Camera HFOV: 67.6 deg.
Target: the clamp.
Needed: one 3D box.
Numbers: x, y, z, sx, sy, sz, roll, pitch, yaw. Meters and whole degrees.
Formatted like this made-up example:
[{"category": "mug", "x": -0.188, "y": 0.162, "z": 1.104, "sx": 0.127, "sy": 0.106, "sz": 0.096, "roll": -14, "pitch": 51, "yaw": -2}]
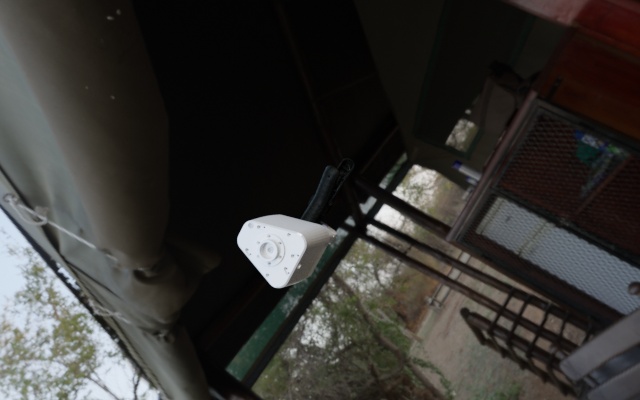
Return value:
[{"category": "clamp", "x": 0.000, "y": 0.002, "z": 0.815, "sx": 0.039, "sy": 0.171, "sz": 0.120, "roll": 31, "pitch": 10, "yaw": 15}]
